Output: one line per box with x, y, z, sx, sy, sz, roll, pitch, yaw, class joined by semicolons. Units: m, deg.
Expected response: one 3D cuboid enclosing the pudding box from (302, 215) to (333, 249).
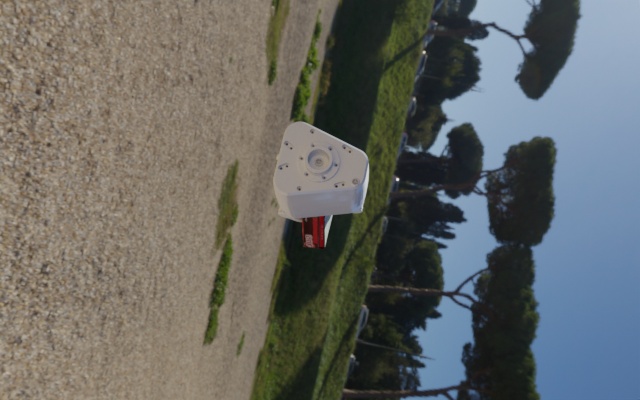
0.000;0.002;0.714;0.039;0.113;0.090;10;-42;8;pudding box
